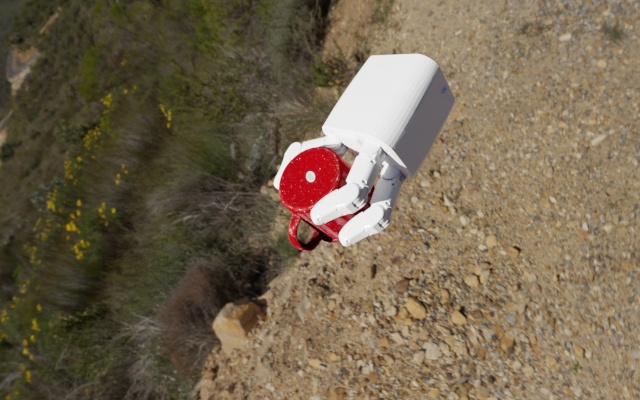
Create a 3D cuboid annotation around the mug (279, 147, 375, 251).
[{"bbox_3d":[-0.001,0.003,0.543,0.093,0.117,0.081,24,-10,40],"label":"mug"}]
